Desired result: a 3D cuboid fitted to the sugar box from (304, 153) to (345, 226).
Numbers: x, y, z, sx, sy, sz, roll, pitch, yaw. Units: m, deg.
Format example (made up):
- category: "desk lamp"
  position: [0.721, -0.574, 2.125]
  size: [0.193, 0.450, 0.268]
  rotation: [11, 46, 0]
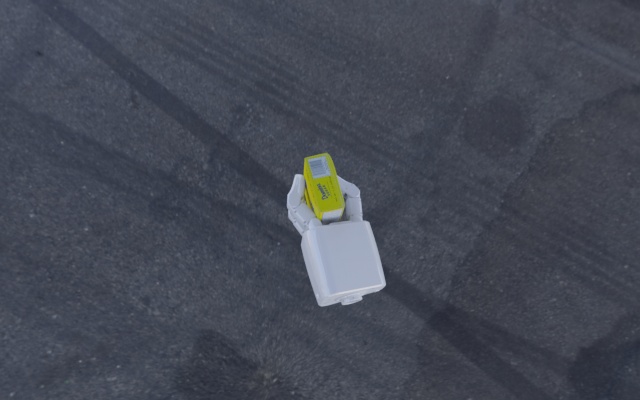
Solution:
- category: "sugar box"
  position: [0.000, 0.003, 0.787]
  size: [0.048, 0.093, 0.176]
  rotation: [-12, -20, -10]
